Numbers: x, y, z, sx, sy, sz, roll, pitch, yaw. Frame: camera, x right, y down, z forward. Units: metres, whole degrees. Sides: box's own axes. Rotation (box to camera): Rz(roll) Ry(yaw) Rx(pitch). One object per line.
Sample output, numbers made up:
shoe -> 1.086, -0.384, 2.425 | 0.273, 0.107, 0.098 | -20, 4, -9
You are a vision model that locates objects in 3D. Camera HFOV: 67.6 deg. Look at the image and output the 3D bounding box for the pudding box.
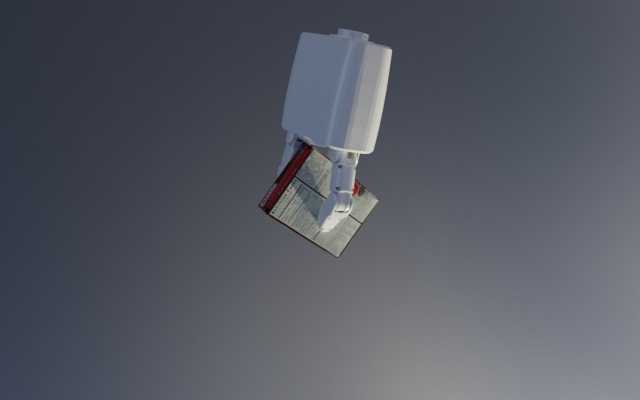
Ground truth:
pudding box -> 0.000, 0.002, 0.543 | 0.113, 0.090, 0.039 | 35, 1, -27
